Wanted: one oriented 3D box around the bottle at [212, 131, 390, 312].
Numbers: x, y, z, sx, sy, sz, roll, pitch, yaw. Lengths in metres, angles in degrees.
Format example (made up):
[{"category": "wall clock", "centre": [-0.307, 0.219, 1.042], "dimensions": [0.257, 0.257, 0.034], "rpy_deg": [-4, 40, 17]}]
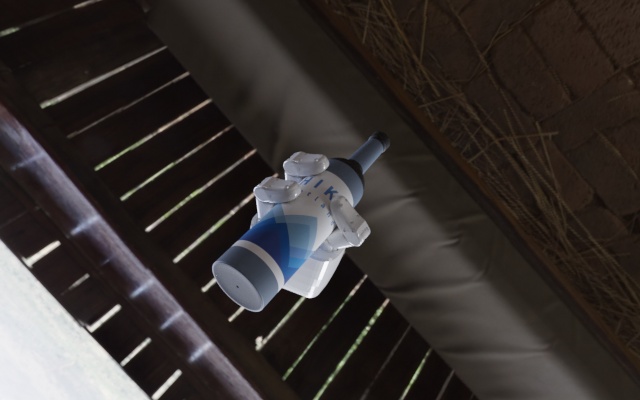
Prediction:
[{"category": "bottle", "centre": [0.000, 0.002, 0.560], "dimensions": [0.069, 0.069, 0.295], "rpy_deg": [0, 35, 43]}]
